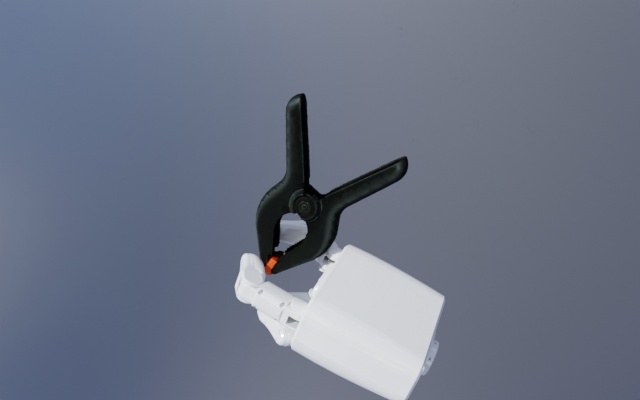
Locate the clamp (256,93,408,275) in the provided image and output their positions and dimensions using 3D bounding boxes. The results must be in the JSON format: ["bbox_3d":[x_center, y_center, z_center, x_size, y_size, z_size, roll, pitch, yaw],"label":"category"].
[{"bbox_3d":[0.000,0.002,0.441,0.120,0.171,0.039,26,21,12],"label":"clamp"}]
